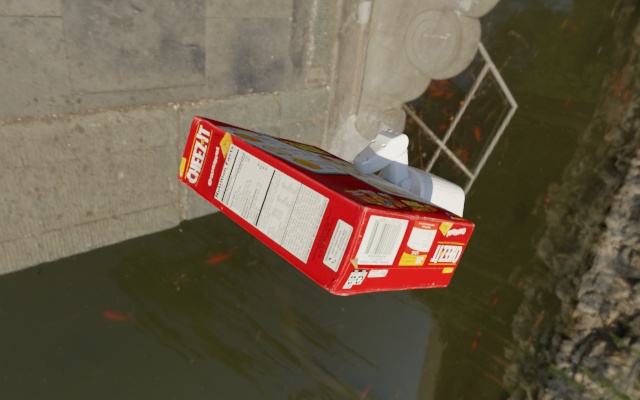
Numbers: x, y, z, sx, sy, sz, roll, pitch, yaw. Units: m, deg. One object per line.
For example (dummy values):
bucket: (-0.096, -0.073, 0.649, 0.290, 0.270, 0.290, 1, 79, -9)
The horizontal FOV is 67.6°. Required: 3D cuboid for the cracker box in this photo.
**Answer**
cracker box: (0.000, 0.001, 0.424, 0.213, 0.072, 0.164, 30, 14, 39)
